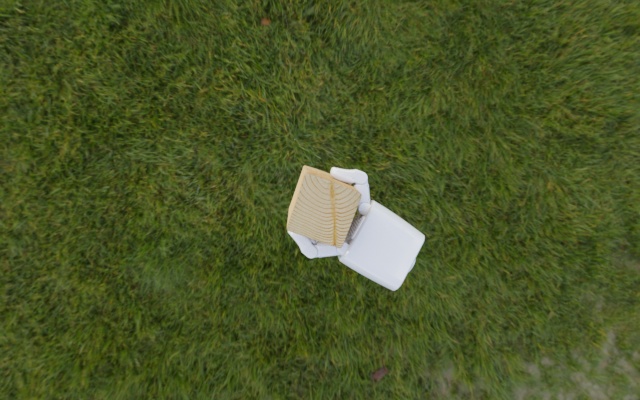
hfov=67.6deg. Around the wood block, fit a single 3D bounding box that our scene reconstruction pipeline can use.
[{"bbox_3d":[0.001,0.002,0.795,0.090,0.091,0.206,20,6,-5],"label":"wood block"}]
